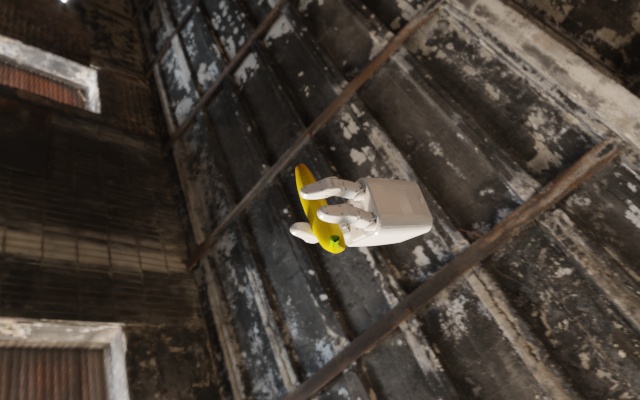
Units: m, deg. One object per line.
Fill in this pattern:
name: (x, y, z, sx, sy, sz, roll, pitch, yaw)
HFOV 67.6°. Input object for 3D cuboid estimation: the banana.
banana: (0.001, 0.019, 0.732, 0.037, 0.070, 0.197, -12, 39, -14)
